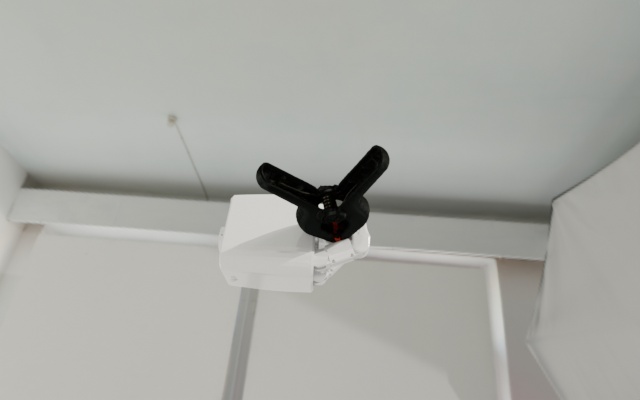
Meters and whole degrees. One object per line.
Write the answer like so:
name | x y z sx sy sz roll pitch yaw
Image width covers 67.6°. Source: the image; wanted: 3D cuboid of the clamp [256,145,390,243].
clamp | 0.000 0.001 0.488 0.120 0.039 0.172 1 -30 -1
